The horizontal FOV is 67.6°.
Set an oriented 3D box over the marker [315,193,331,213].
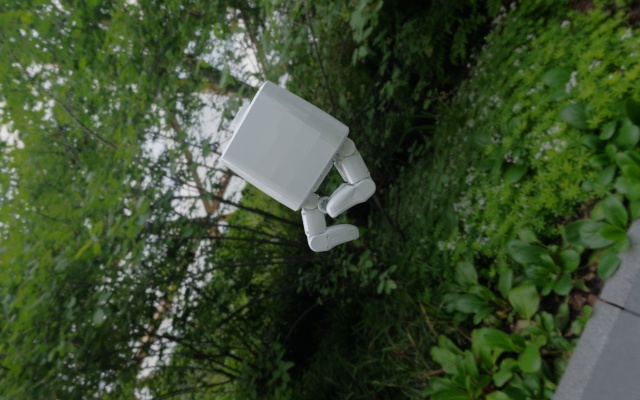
[{"bbox_3d":[0.000,0.002,0.597,0.020,0.020,0.121,0,3,-6],"label":"marker"}]
